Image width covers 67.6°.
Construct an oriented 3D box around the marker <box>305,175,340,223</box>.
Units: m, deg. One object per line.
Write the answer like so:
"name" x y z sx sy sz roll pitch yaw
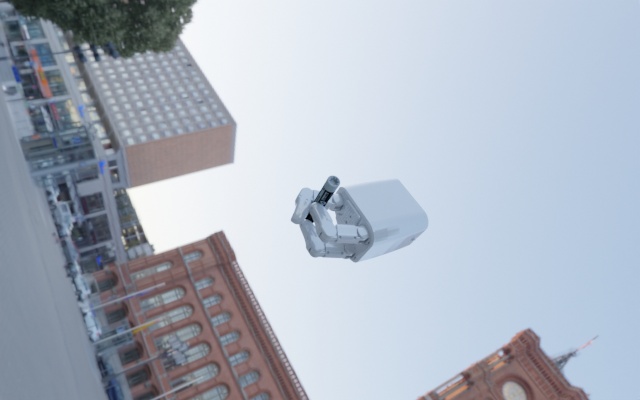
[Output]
"marker" 0.000 0.002 0.692 0.020 0.020 0.121 0 -28 -20
